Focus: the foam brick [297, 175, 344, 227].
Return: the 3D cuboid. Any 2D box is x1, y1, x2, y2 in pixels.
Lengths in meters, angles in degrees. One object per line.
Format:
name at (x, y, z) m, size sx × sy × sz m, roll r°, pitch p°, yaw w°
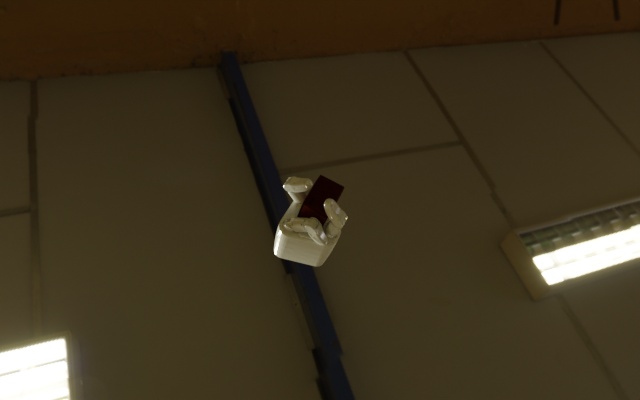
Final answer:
foam brick at (0.000, 0.003, 0.881) m, size 0.053 × 0.078 × 0.051 m, roll 29°, pitch -34°, yaw 4°
